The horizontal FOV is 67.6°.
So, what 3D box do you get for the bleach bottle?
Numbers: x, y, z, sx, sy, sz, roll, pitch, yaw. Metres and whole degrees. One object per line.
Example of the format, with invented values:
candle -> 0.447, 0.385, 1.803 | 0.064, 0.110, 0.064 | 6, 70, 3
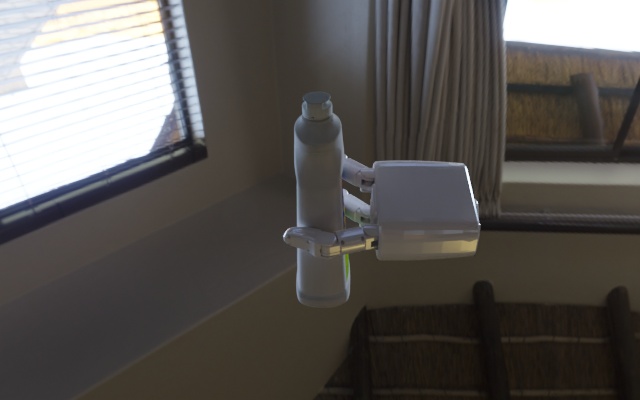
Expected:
bleach bottle -> 0.000, 0.002, 0.548 | 0.068, 0.251, 0.102 | -1, 37, 2
